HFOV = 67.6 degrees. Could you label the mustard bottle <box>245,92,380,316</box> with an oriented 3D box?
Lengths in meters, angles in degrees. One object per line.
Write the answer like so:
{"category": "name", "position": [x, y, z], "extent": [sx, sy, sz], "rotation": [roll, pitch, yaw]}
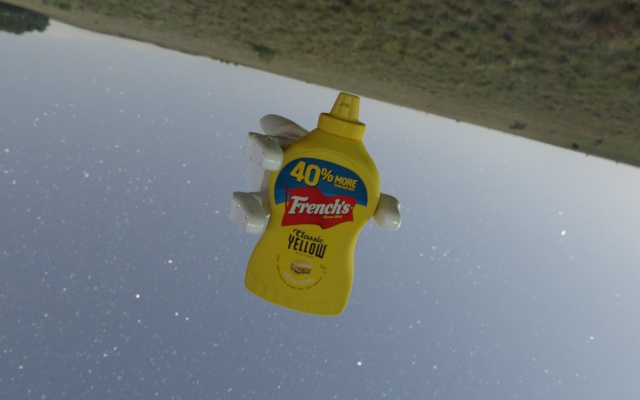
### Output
{"category": "mustard bottle", "position": [0.000, 0.002, 0.419], "extent": [0.096, 0.192, 0.058], "rotation": [16, 15, 3]}
